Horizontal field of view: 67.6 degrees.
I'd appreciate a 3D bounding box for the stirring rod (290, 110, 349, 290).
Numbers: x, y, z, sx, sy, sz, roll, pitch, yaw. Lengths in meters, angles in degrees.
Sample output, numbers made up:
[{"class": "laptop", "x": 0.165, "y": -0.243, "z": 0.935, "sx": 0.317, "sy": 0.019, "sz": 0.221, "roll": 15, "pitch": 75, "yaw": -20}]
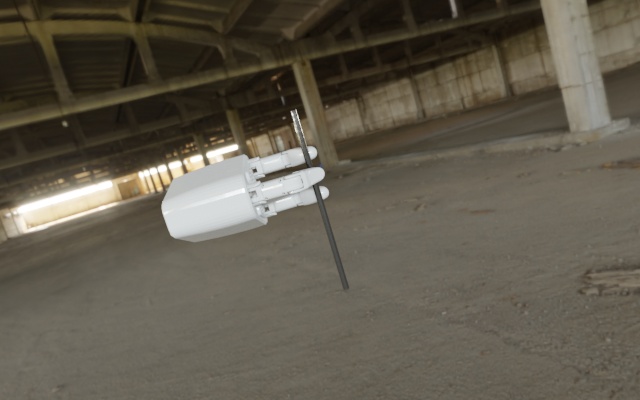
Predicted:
[{"class": "stirring rod", "x": 0.000, "y": 0.002, "z": 0.612, "sx": 0.011, "sy": 0.239, "sz": 0.011, "roll": -16, "pitch": 8, "yaw": 2}]
